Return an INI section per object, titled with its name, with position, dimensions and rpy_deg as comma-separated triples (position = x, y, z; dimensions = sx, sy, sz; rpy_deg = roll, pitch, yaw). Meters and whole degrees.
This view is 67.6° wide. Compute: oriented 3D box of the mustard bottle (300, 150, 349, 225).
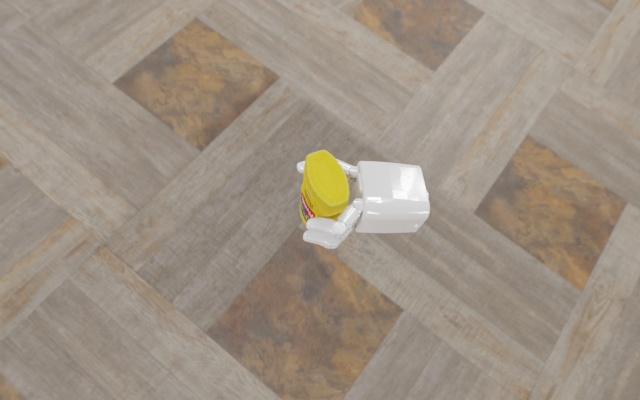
[mustard bottle]
position = 0.000, 0.003, 0.787
dimensions = 0.058, 0.096, 0.192
rpy_deg = -20, -20, -15
